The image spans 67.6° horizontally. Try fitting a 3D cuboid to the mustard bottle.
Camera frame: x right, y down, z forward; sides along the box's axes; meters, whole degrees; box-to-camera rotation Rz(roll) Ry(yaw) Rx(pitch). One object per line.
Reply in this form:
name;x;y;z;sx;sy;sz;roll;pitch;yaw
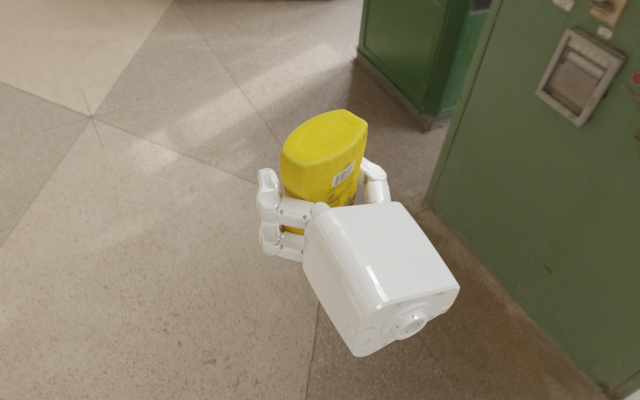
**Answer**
mustard bottle;0.000;0.001;0.515;0.058;0.192;0.096;34;54;24
